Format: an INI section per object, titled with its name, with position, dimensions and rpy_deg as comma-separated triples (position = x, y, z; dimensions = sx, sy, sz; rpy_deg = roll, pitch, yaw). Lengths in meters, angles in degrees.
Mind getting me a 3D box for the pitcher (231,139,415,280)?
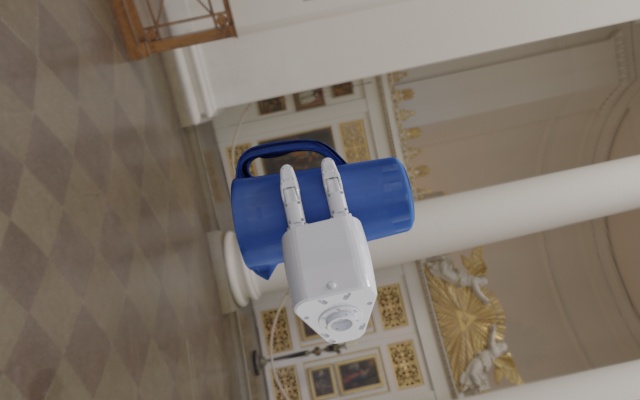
[pitcher]
position = 0.000, 0.002, 0.674
dimensions = 0.243, 0.145, 0.149
rpy_deg = -11, -45, 0
